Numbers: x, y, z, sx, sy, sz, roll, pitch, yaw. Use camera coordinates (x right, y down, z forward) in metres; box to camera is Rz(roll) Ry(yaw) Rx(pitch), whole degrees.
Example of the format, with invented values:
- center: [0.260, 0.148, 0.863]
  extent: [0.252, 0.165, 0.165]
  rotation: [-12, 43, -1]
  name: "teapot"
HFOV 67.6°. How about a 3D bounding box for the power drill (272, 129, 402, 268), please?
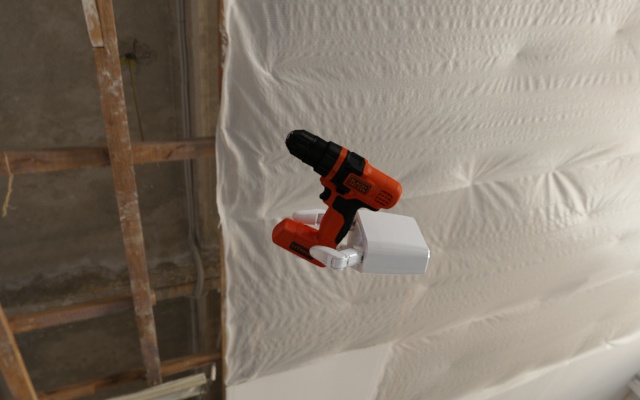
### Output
- center: [0.000, 0.003, 0.714]
  extent: [0.184, 0.188, 0.057]
  rotation: [30, 32, -8]
  name: "power drill"
